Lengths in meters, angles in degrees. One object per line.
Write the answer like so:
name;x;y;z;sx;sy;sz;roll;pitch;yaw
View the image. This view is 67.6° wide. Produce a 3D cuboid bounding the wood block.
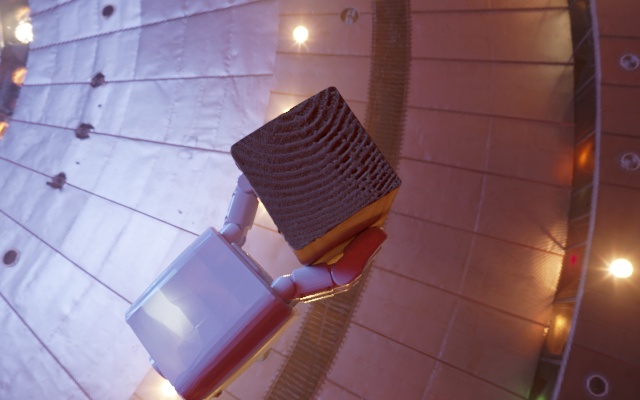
wood block;0.000;0.001;0.424;0.090;0.091;0.206;-32;-13;-6
